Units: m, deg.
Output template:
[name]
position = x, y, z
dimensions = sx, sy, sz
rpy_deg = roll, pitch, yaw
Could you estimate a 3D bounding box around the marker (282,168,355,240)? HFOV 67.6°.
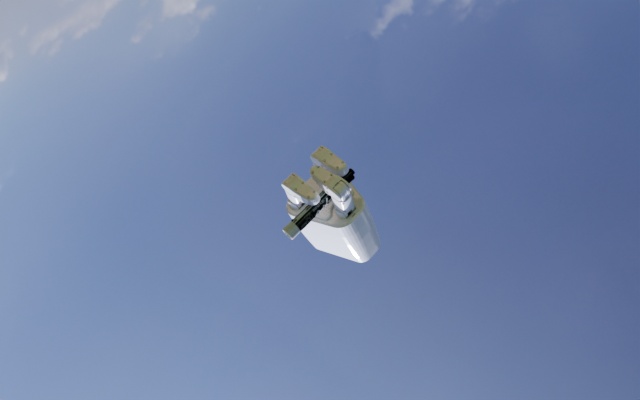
[marker]
position = 0.000, 0.002, 0.615
dimensions = 0.121, 0.020, 0.020
rpy_deg = -45, 12, -13
